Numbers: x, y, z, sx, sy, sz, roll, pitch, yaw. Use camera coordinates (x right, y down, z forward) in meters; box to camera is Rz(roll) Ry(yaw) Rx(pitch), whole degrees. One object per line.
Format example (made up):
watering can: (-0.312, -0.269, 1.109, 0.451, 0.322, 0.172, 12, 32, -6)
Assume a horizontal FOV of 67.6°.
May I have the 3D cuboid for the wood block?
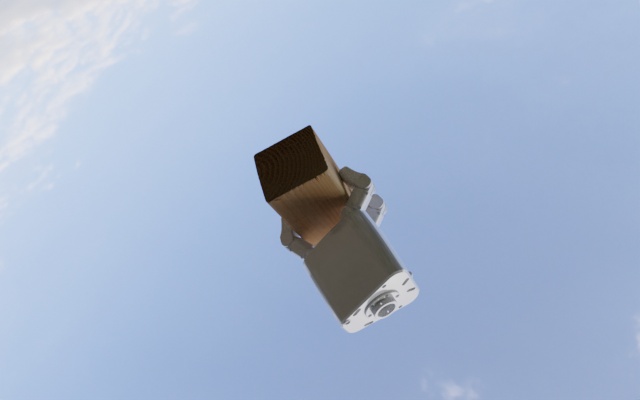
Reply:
wood block: (0.000, 0.003, 0.685, 0.091, 0.090, 0.206, -27, -39, 9)
